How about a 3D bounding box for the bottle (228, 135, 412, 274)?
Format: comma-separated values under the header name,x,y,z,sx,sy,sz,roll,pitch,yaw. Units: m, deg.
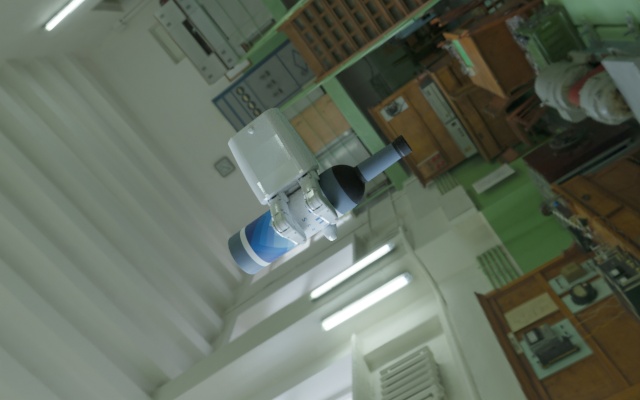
name,x,y,z,sx,sy,sz,roll,pitch,yaw
bottle,0.000,0.002,0.686,0.296,0.069,0.069,-34,-9,14
